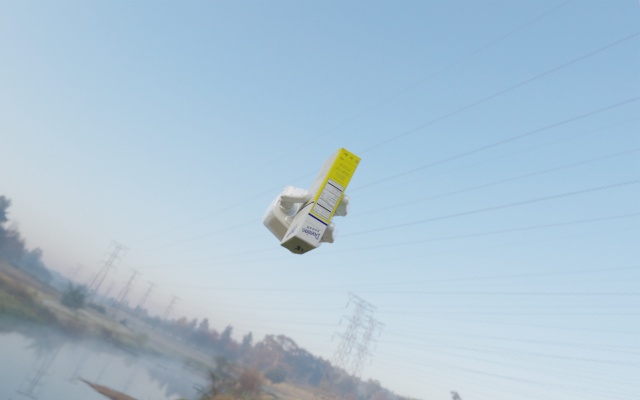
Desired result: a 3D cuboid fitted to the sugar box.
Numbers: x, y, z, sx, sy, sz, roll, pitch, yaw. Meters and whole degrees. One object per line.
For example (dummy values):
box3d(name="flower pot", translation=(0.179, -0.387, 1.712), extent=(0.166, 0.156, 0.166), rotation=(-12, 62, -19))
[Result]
box3d(name="sugar box", translation=(0.001, 0.003, 0.796), extent=(0.048, 0.176, 0.093), rotation=(30, -21, -11))
